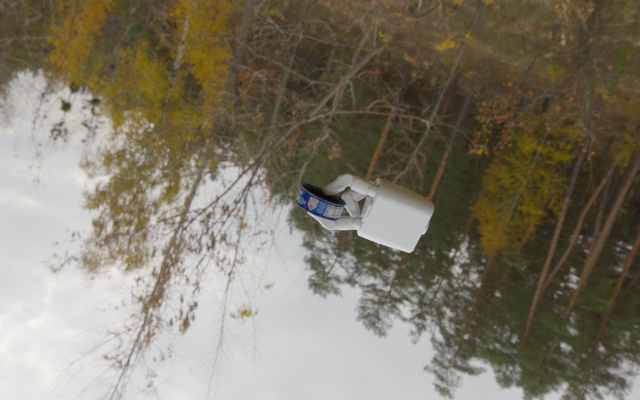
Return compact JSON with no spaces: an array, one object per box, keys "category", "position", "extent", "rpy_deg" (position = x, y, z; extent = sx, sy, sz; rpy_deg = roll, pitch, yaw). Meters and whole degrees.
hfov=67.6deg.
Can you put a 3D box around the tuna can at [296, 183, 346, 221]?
[{"category":"tuna can","position":[0.000,0.003,0.856],"extent":[0.086,0.034,0.086],"rpy_deg":[23,12,-5]}]
